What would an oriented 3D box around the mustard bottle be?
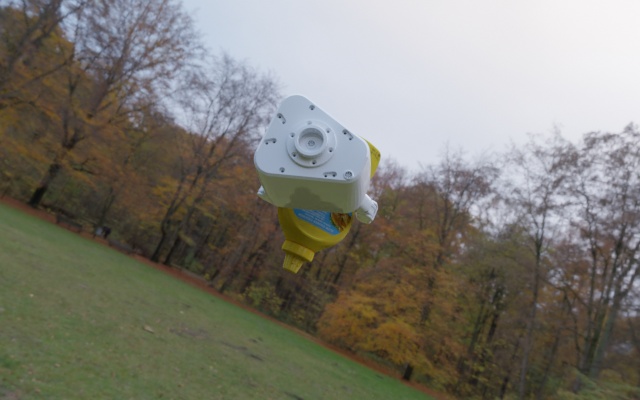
[{"bbox_3d":[0.000,0.002,0.608,0.096,0.191,0.058,28,-13,-16],"label":"mustard bottle"}]
